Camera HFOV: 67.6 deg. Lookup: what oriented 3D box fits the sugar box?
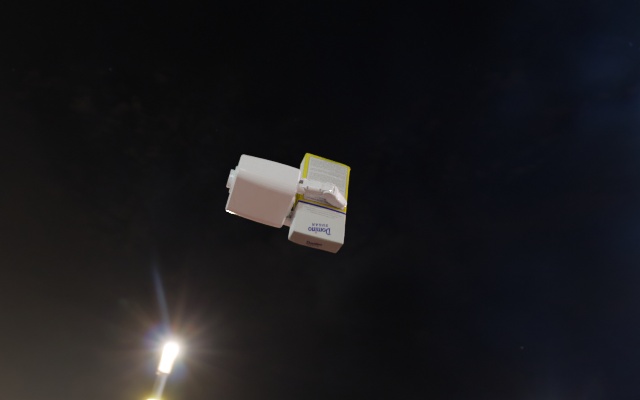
[{"bbox_3d":[0.000,0.003,0.878,0.093,0.176,0.048,16,-34,-11],"label":"sugar box"}]
